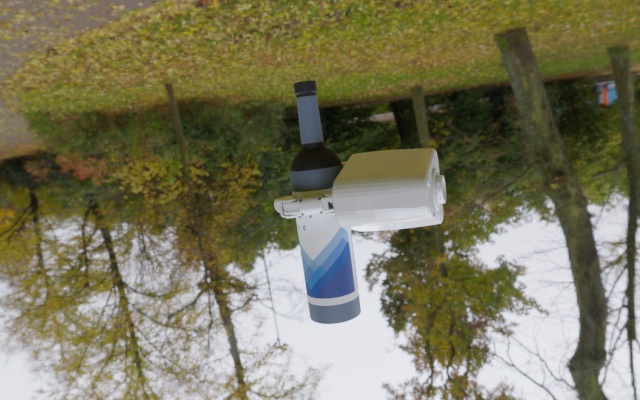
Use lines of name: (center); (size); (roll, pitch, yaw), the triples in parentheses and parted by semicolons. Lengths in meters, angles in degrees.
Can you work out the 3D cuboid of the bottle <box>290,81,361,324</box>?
bottle: (0.000, 0.002, 0.596); (0.069, 0.296, 0.069); (-7, 8, 1)
